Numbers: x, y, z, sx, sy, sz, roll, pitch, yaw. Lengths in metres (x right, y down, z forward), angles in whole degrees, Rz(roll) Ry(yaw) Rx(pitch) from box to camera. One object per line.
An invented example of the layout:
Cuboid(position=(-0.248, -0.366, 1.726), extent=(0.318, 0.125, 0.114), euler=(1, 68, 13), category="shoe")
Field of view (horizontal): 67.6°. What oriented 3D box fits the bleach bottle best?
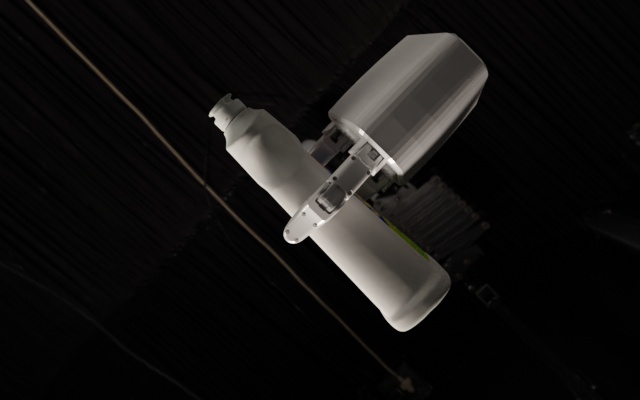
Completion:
Cuboid(position=(0.000, 0.001, 0.431), extent=(0.251, 0.068, 0.102), euler=(44, 3, -5), category="bleach bottle")
